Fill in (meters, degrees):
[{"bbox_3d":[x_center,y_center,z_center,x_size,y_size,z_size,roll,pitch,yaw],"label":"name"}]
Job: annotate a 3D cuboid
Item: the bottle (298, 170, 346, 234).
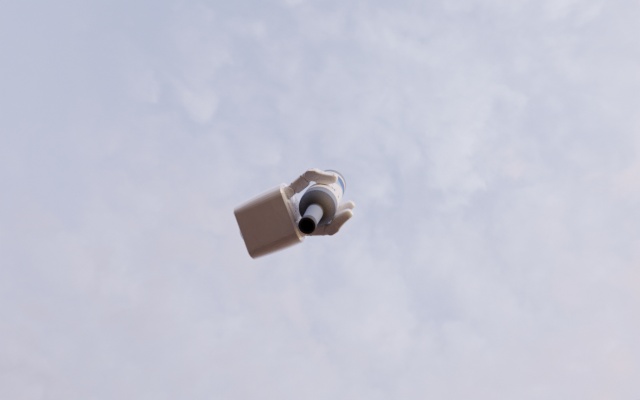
[{"bbox_3d":[0.000,0.003,0.864,0.069,0.069,0.295,0,14,8],"label":"bottle"}]
